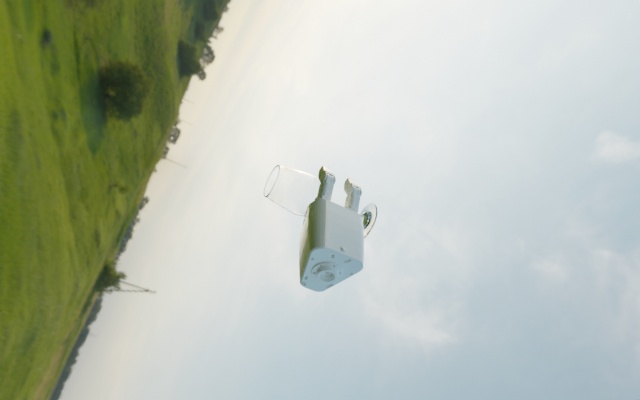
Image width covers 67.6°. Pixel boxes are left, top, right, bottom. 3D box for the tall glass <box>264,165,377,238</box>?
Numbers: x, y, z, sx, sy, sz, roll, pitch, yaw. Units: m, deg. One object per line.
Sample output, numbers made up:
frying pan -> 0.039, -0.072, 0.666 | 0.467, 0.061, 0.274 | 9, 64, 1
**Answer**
tall glass -> 0.001, 0.003, 0.867 | 0.201, 0.079, 0.079 | 24, -8, -19
